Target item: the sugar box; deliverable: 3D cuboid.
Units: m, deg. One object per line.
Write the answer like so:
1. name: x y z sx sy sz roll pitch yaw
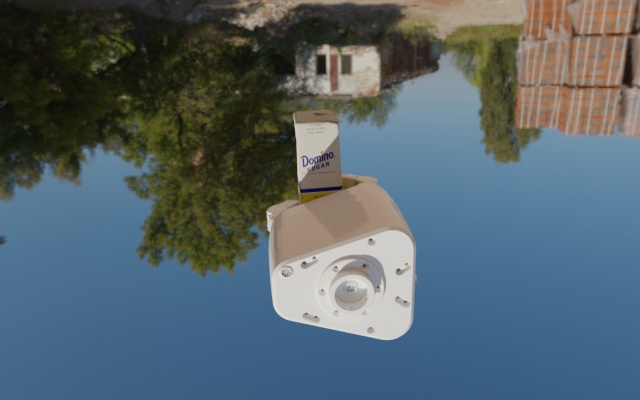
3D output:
1. sugar box: 0.001 0.002 0.482 0.048 0.176 0.093 -2 17 -3
